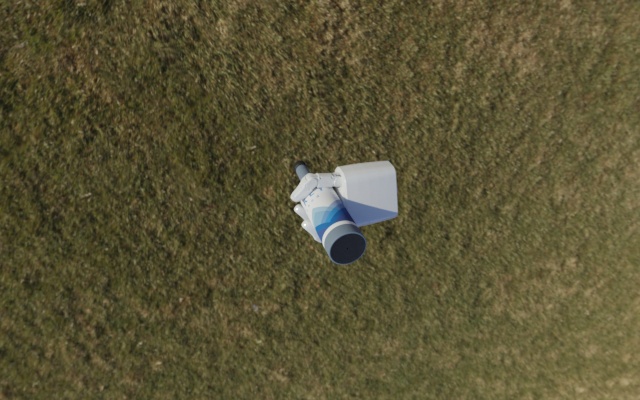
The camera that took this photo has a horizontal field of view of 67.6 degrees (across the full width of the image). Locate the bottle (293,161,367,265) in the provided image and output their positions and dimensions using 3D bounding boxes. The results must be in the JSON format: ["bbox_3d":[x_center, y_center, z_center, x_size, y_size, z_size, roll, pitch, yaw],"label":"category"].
[{"bbox_3d":[0.000,0.003,0.894,0.069,0.069,0.295,0,31,-21],"label":"bottle"}]
